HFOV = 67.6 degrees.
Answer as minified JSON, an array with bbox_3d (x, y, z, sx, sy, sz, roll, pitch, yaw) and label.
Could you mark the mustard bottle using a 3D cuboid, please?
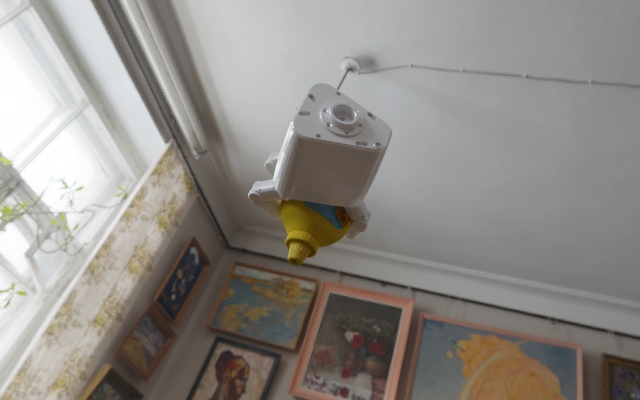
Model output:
[{"bbox_3d":[0.000,0.002,0.623,0.096,0.191,0.058,38,-39,-19],"label":"mustard bottle"}]
